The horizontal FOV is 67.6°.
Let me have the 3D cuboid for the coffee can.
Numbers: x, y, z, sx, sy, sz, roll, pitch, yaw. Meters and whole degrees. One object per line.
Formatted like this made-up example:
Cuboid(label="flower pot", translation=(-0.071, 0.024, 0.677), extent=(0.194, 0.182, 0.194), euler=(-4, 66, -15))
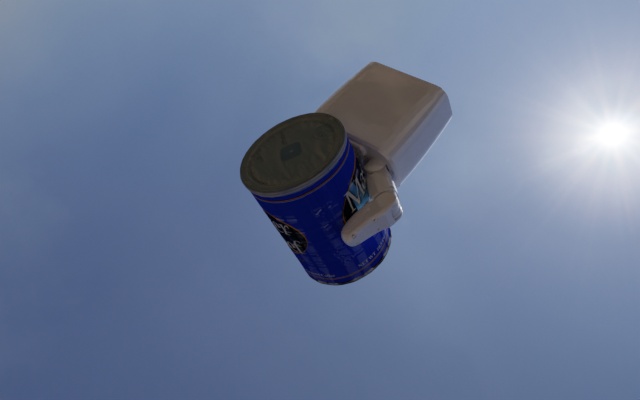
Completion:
Cuboid(label="coffee can", translation=(0.000, 0.002, 0.466), extent=(0.103, 0.102, 0.140), euler=(0, -42, 31))
